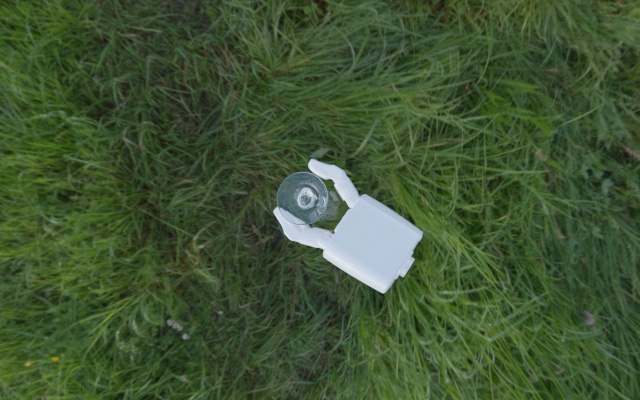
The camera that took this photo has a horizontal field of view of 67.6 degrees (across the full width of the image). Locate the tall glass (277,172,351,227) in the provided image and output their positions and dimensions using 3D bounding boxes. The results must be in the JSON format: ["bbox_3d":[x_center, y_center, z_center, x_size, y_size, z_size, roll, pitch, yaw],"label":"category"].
[{"bbox_3d":[0.000,0.002,0.757,0.079,0.079,0.201,0,-3,15],"label":"tall glass"}]
